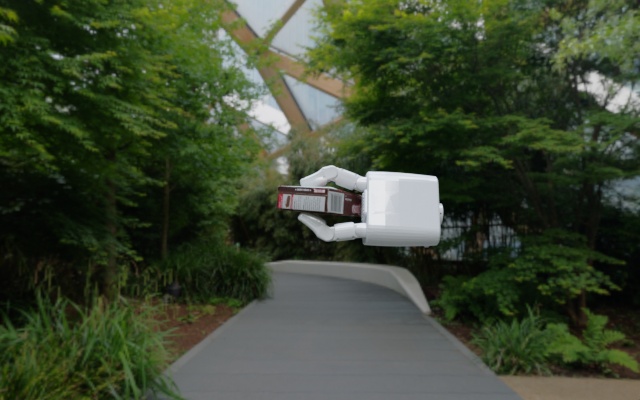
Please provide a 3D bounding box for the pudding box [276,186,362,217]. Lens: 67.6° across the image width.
[{"bbox_3d":[0.000,0.002,0.729,0.090,0.039,0.113,3,-5,30],"label":"pudding box"}]
